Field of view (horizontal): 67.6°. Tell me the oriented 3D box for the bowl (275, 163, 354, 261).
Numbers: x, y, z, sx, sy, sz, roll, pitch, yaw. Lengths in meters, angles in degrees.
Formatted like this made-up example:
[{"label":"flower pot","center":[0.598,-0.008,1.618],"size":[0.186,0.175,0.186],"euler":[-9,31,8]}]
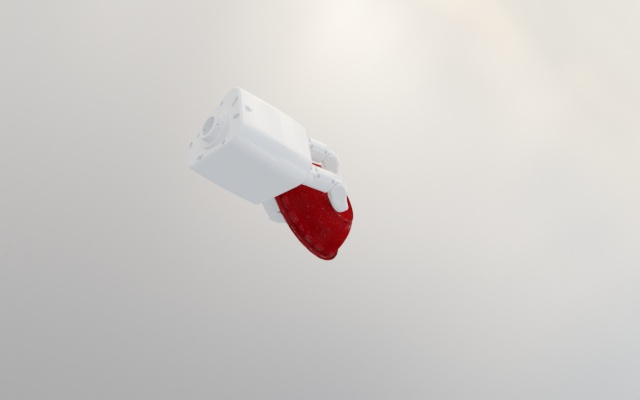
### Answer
[{"label":"bowl","center":[0.001,0.002,0.685],"size":[0.055,0.162,0.162],"euler":[-30,-11,19]}]
